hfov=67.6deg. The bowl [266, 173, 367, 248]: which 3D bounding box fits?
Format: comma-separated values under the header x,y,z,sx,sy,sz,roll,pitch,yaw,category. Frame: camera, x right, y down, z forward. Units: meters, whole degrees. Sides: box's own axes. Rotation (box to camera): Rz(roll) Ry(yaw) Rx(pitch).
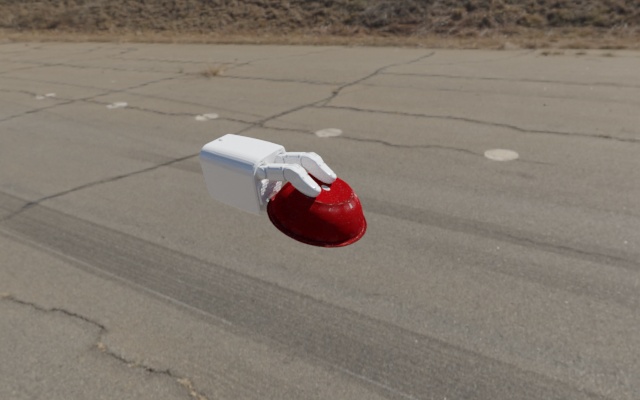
x,y,z,sx,sy,sz,roll,pitch,yaw,category
0.001,0.002,0.741,0.162,0.055,0.162,10,32,-6,bowl
